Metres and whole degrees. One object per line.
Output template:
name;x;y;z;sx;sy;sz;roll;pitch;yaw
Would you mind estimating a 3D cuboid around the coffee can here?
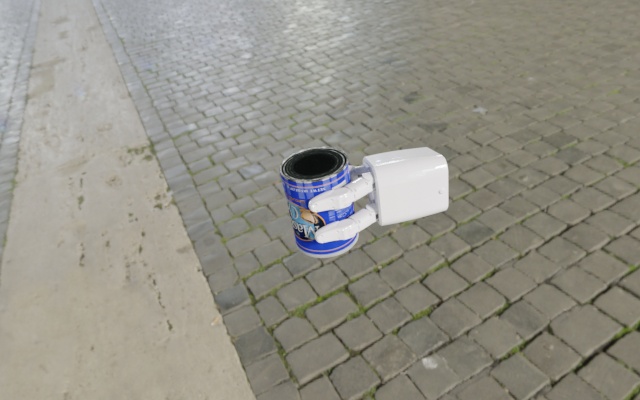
coffee can;0.000;0.003;0.733;0.103;0.140;0.102;-7;33;5
